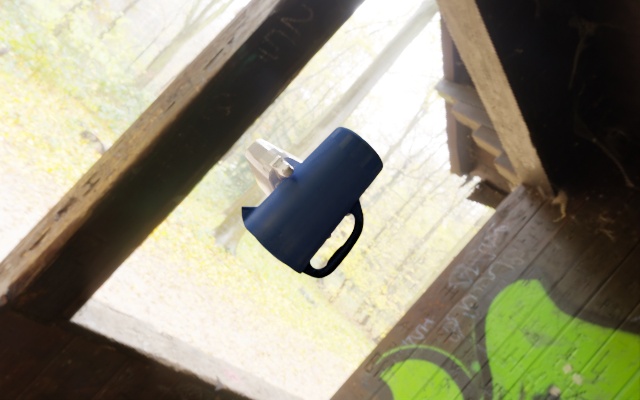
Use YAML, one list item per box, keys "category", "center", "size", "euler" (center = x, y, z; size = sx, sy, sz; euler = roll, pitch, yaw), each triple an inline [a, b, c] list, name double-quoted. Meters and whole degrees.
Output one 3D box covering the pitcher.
- category: "pitcher"
  center: [0.000, 0.003, 0.812]
  size: [0.145, 0.243, 0.149]
  euler: [38, -5, 44]
